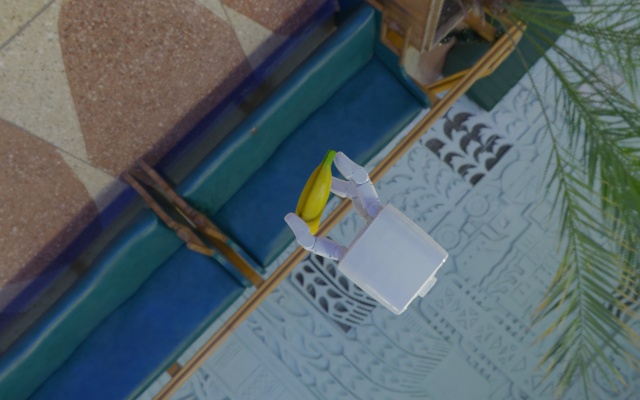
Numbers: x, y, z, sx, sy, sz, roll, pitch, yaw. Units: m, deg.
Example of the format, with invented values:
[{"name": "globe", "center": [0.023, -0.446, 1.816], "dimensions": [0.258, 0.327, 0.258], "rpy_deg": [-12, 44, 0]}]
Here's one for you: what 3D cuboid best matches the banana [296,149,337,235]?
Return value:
[{"name": "banana", "center": [-0.010, 0.012, 0.707], "dimensions": [0.037, 0.069, 0.198], "rpy_deg": [35, -35, 11]}]
